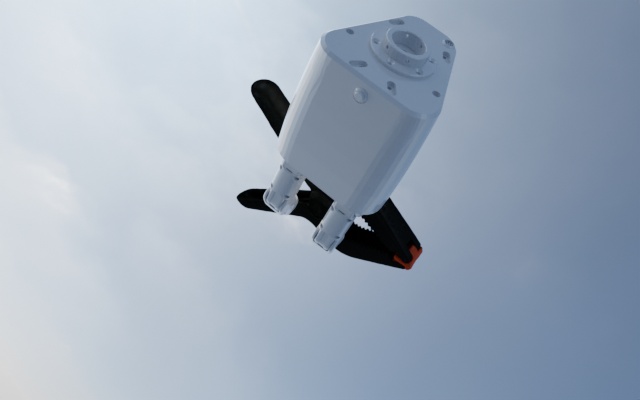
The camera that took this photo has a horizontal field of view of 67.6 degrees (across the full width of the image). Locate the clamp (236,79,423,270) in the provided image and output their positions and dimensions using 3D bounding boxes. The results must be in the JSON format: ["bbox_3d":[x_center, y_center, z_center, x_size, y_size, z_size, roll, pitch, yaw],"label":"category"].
[{"bbox_3d":[0.001,0.001,0.465,0.036,0.210,0.165,-44,-11,-38],"label":"clamp"}]
